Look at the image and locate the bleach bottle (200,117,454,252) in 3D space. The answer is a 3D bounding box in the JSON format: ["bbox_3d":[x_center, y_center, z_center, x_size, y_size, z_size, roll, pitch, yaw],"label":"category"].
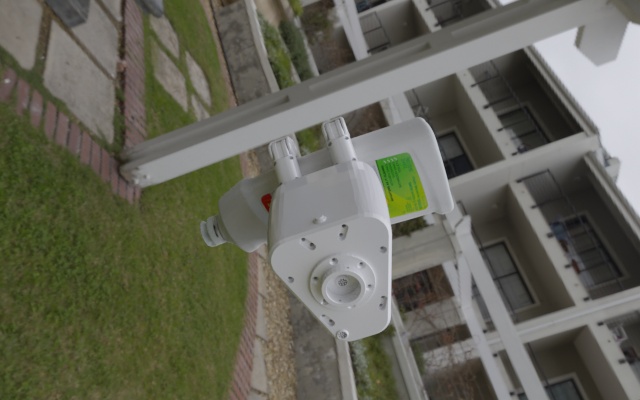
[{"bbox_3d":[0.000,0.001,0.494,0.251,0.103,0.068,-19,24,6],"label":"bleach bottle"}]
